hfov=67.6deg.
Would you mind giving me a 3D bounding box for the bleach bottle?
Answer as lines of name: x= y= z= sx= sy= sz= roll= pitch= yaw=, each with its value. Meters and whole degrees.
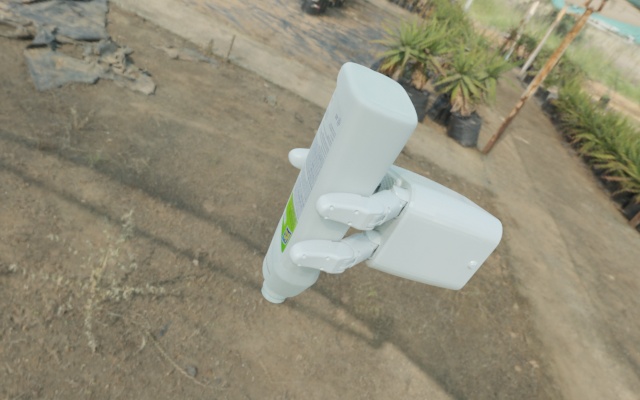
bleach bottle: x=0.000 y=0.002 z=0.466 sx=0.068 sy=0.251 sz=0.102 roll=19 pitch=32 yaw=-15
